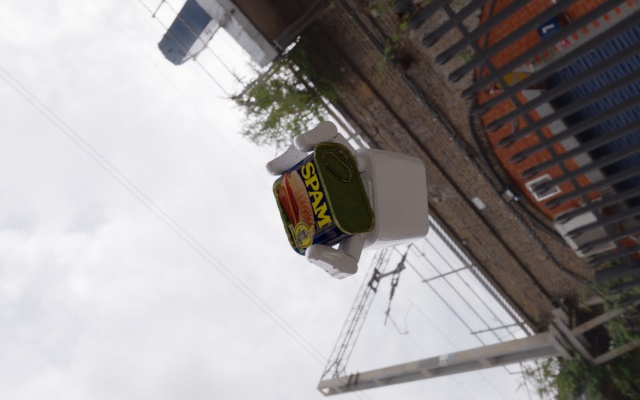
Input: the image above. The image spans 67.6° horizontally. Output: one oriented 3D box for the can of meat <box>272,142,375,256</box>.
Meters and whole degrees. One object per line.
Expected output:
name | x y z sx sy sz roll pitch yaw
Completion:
can of meat | 0.000 0.002 0.514 0.057 0.102 0.084 -4 -20 -44
